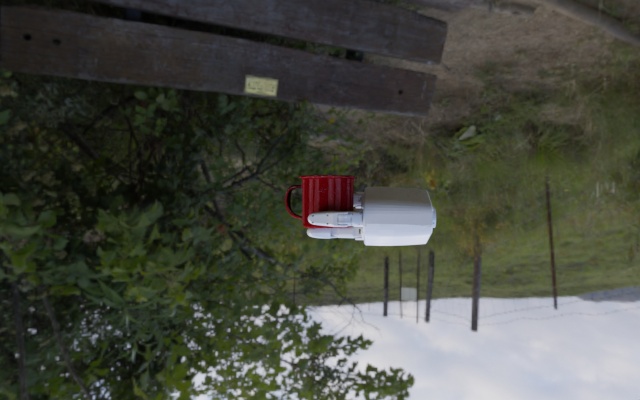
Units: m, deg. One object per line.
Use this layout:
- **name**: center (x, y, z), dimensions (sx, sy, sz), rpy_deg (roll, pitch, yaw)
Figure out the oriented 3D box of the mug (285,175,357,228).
- **mug**: center (-0.001, 0.003, 0.765), dimensions (0.117, 0.081, 0.093), rpy_deg (0, -1, 8)
